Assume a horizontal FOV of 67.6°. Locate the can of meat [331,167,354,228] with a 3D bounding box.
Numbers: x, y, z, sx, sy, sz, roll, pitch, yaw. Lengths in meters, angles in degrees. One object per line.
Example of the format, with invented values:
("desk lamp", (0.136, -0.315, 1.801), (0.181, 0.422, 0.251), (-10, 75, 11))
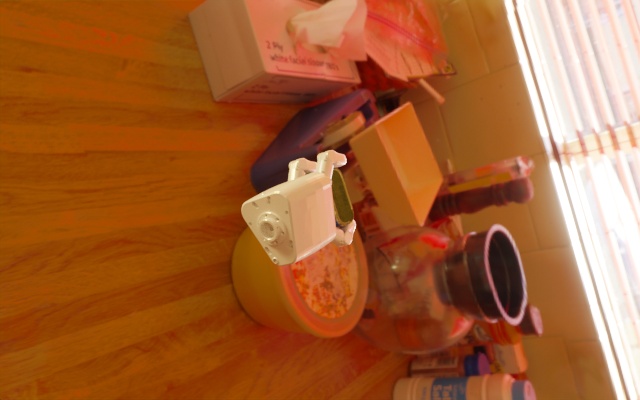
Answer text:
("can of meat", (0.000, 0.003, 0.795), (0.084, 0.102, 0.057), (-17, 2, 36))
